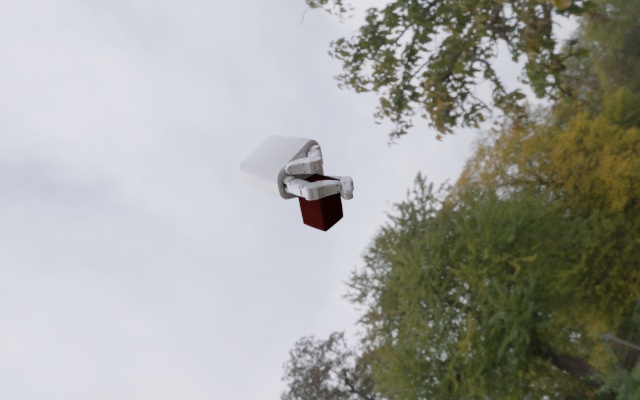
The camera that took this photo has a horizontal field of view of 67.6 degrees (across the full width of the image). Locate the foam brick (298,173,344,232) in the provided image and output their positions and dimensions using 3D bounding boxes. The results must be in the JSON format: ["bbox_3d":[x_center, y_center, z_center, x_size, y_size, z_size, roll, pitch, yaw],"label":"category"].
[{"bbox_3d":[0.000,0.003,0.805,0.051,0.078,0.053,14,35,38],"label":"foam brick"}]
